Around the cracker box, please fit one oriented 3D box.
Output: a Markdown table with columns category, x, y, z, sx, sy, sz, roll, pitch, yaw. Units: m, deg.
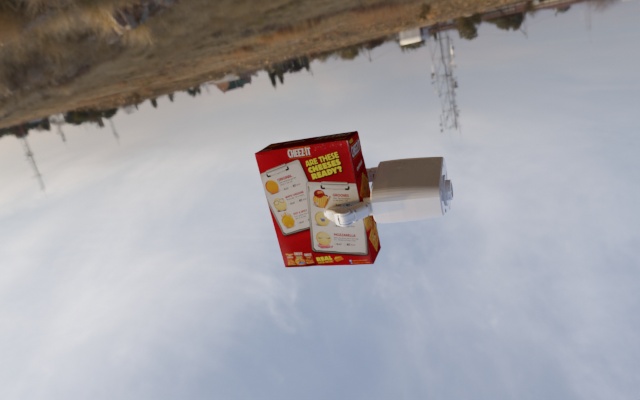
| category | x | y | z | sx | sy | sz | roll | pitch | yaw |
| --- | --- | --- | --- | --- | --- | --- | --- | --- | --- |
| cracker box | 0.000 | 0.003 | 0.801 | 0.164 | 0.214 | 0.072 | -5 | 20 | 22 |
